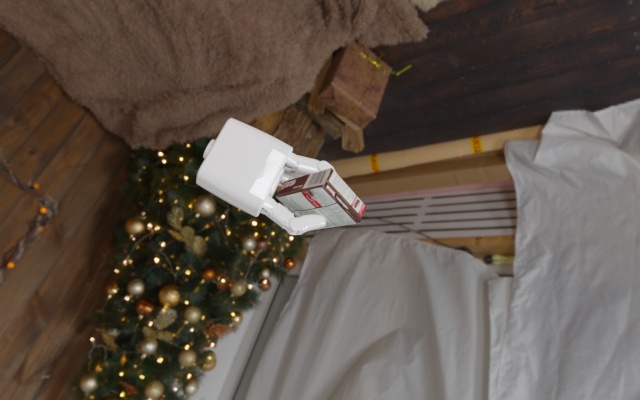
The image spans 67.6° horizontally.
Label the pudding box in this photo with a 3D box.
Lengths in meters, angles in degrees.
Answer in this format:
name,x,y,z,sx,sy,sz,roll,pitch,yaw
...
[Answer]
name,x,y,z,sx,sy,sz,roll,pitch,yaw
pudding box,0.000,0.002,0.729,0.113,0.039,0.090,-11,-48,48
